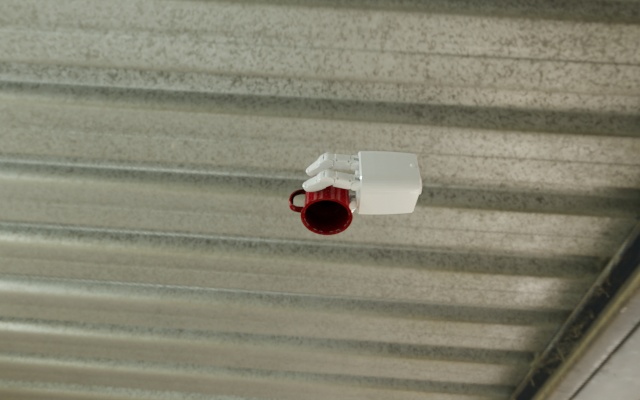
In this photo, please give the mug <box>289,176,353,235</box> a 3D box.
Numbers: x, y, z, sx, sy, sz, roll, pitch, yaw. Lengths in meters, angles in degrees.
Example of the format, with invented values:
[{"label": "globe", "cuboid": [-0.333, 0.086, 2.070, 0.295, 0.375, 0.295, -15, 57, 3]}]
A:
[{"label": "mug", "cuboid": [-0.001, 0.003, 0.880, 0.117, 0.093, 0.081, 2, 42, 0]}]
